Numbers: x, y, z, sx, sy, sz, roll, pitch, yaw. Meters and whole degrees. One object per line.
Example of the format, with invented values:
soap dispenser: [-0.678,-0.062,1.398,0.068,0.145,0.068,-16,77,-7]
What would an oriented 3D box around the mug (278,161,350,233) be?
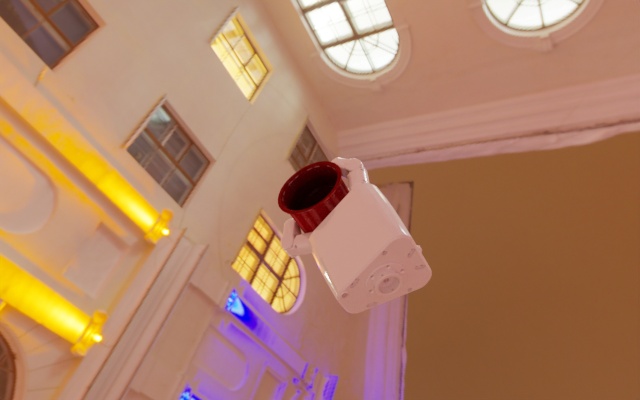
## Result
mug: [0.000,0.002,0.647,0.093,0.081,0.117,-31,36,4]
